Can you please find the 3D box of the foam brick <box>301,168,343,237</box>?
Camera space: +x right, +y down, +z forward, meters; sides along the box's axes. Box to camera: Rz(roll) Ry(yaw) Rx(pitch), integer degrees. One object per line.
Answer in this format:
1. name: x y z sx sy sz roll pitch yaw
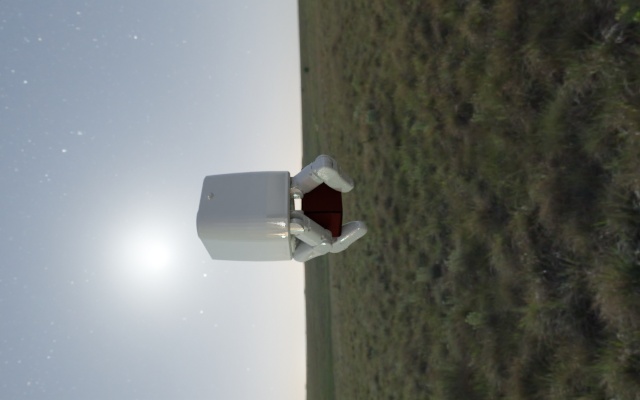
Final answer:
1. foam brick: 0.000 0.002 0.613 0.051 0.078 0.053 -1 -42 -2
